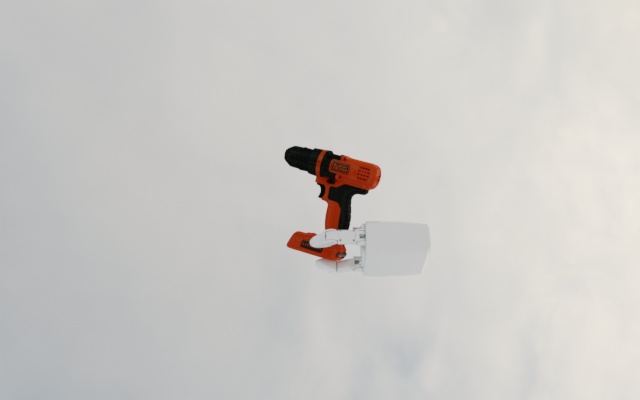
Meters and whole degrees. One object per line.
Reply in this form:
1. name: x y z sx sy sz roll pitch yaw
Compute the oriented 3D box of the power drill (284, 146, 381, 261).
1. power drill: 0.000 0.003 0.854 0.184 0.187 0.057 16 2 21
